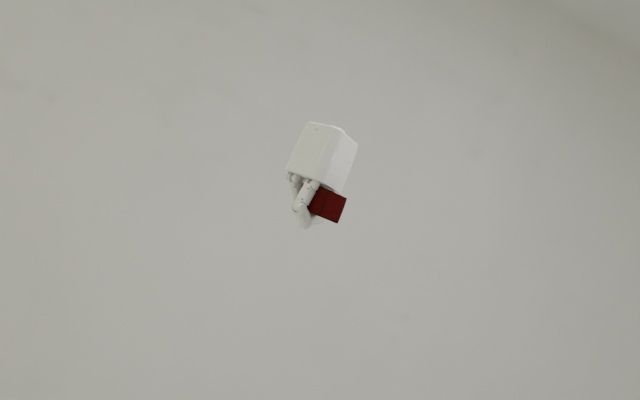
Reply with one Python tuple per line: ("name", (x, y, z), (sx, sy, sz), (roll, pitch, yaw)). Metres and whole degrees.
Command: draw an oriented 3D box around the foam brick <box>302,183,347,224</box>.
("foam brick", (0.000, 0.003, 0.896), (0.078, 0.051, 0.053), (20, -4, 46))
